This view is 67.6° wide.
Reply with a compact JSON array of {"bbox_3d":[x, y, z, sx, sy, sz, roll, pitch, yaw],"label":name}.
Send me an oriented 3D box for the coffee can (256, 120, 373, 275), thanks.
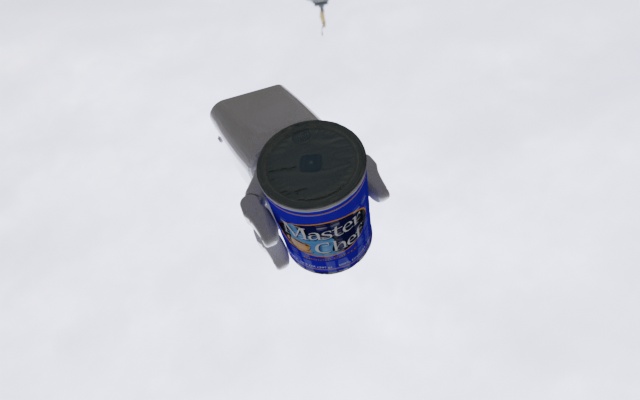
[{"bbox_3d":[0.000,0.002,0.495,0.103,0.102,0.140,0,-32,9],"label":"coffee can"}]
